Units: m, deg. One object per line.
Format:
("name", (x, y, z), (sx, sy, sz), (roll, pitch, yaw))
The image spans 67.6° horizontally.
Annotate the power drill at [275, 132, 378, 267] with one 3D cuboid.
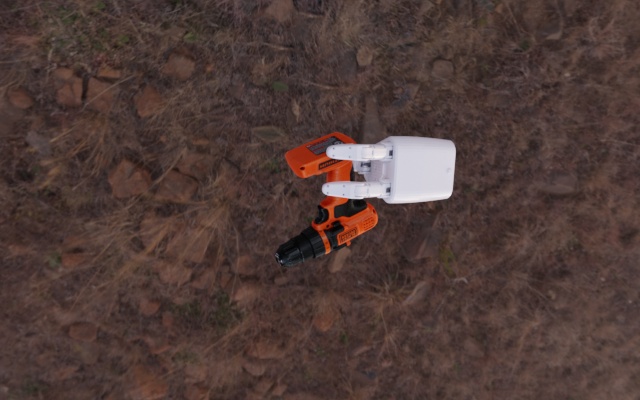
("power drill", (0.000, 0.002, 0.737), (0.184, 0.188, 0.057), (-26, 40, -21))
